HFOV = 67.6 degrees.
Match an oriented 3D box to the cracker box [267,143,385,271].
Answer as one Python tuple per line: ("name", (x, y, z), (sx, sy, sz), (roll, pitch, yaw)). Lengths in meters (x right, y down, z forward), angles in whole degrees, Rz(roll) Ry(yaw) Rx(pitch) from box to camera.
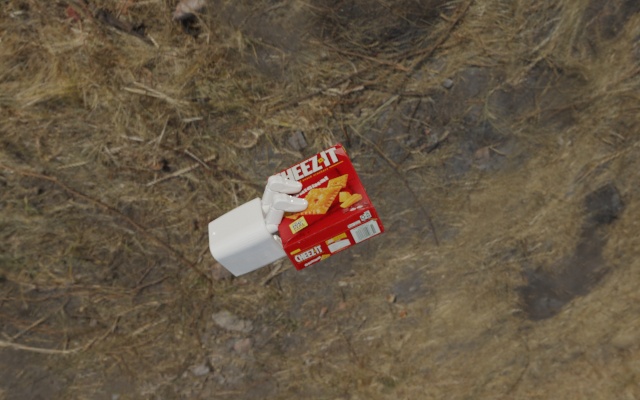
("cracker box", (0.000, 0.003, 0.857), (0.164, 0.072, 0.213), (-25, 38, 4))
